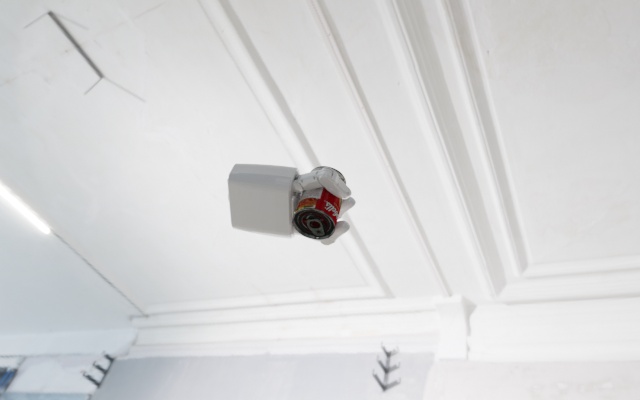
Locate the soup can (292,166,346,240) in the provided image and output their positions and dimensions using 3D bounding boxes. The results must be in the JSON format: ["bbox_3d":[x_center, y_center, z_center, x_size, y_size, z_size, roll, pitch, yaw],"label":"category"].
[{"bbox_3d":[0.001,0.002,0.760,0.068,0.069,0.102,0,44,18],"label":"soup can"}]
